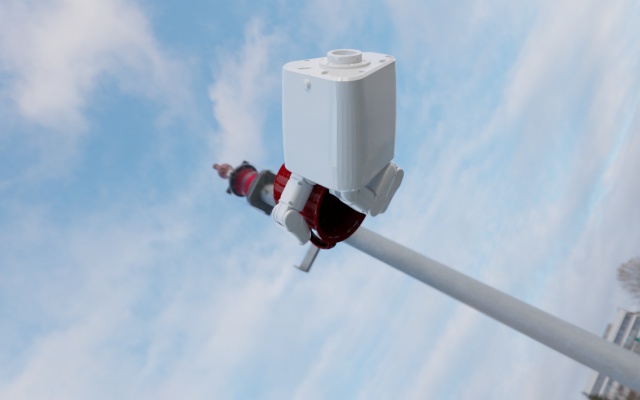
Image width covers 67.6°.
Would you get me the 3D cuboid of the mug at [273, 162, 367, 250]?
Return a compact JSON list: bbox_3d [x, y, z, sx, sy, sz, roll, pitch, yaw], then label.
[{"bbox_3d":[0.000,0.003,0.557,0.093,0.117,0.081,-24,37,-38],"label":"mug"}]
